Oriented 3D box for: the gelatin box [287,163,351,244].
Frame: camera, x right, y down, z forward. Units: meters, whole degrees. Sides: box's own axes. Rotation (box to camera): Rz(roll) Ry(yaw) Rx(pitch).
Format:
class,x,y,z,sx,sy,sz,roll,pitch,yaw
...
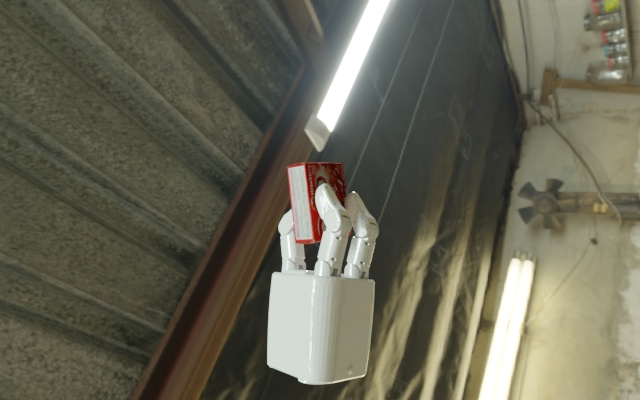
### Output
class,x,y,z,sx,sy,sz,roll,pitch,yaw
gelatin box,0.000,0.001,0.547,0.030,0.089,0.073,-8,-1,37
